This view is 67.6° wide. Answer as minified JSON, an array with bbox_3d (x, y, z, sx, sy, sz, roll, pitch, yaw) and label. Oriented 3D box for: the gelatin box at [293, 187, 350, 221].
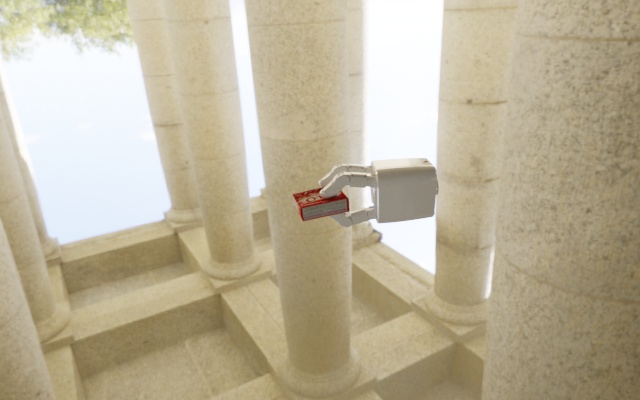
[{"bbox_3d":[0.000,0.003,0.863,0.089,0.030,0.073,-12,23,-10],"label":"gelatin box"}]
